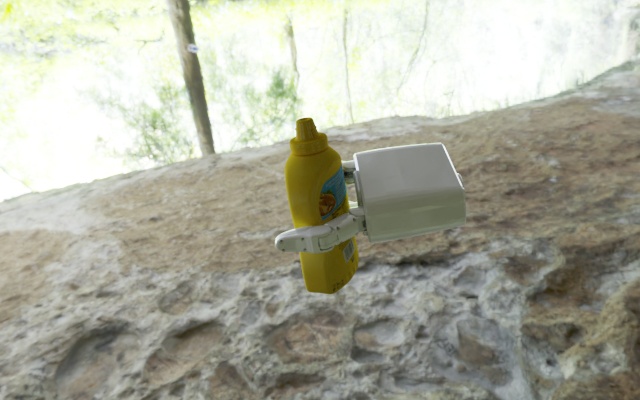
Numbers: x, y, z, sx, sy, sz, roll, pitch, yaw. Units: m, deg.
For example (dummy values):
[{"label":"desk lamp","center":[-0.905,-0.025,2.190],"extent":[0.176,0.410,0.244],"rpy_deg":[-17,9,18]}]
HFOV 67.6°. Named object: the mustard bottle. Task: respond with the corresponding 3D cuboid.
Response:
[{"label":"mustard bottle","center":[0.000,0.002,0.534],"extent":[0.058,0.192,0.096],"rpy_deg":[2,27,25]}]
